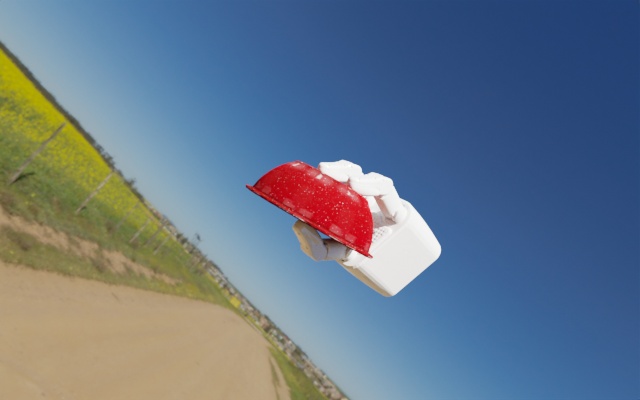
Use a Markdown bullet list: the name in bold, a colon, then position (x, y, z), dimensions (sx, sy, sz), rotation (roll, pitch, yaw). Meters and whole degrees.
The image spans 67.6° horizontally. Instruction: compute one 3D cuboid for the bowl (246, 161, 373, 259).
- **bowl**: position (0.000, 0.001, 0.530), dimensions (0.162, 0.055, 0.162), rotation (29, -1, 0)
